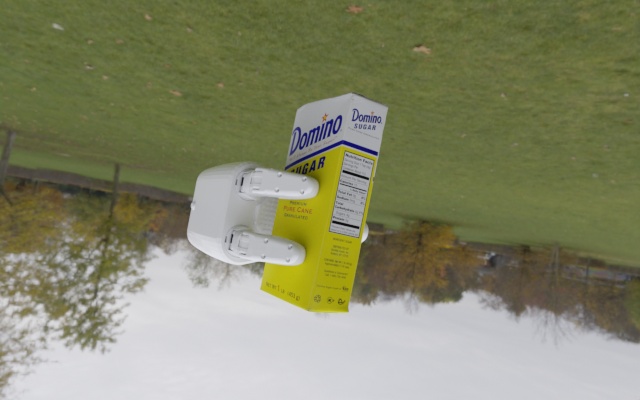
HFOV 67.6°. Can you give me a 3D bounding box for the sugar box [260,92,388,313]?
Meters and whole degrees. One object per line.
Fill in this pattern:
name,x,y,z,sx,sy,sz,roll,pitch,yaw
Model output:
sugar box,0.000,0.001,0.415,0.048,0.176,0.093,11,-5,-32
